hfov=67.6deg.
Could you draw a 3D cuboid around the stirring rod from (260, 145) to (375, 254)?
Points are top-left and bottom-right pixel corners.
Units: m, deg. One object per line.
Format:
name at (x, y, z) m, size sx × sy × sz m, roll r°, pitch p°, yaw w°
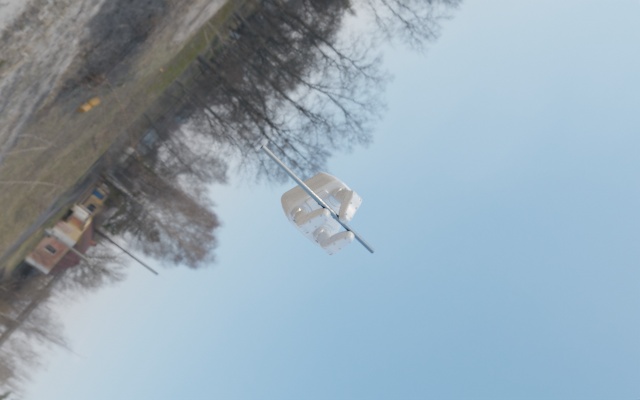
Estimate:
stirring rod at (0.000, 0.002, 0.713) m, size 0.239 × 0.011 × 0.011 m, roll 43°, pitch -17°, yaw -19°
